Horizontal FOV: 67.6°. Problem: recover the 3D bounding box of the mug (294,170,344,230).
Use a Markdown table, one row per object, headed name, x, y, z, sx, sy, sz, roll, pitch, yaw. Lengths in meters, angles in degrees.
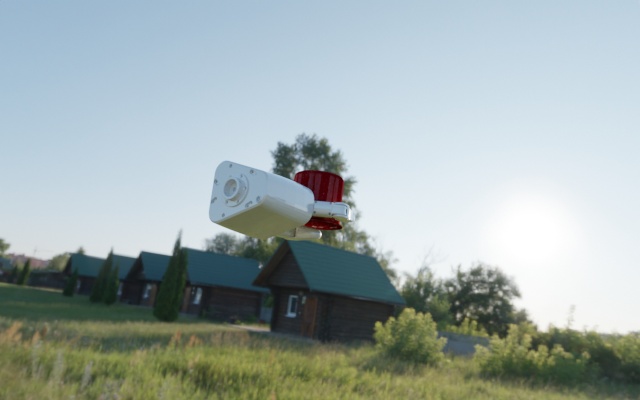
| name | x | y | z | sx | sy | sz | roll | pitch | yaw |
| --- | --- | --- | --- | --- | --- | --- | --- | --- | --- |
| mug | 0.001 | 0.003 | 0.779 | 0.093 | 0.081 | 0.117 | 0 | -14 | 32 |
